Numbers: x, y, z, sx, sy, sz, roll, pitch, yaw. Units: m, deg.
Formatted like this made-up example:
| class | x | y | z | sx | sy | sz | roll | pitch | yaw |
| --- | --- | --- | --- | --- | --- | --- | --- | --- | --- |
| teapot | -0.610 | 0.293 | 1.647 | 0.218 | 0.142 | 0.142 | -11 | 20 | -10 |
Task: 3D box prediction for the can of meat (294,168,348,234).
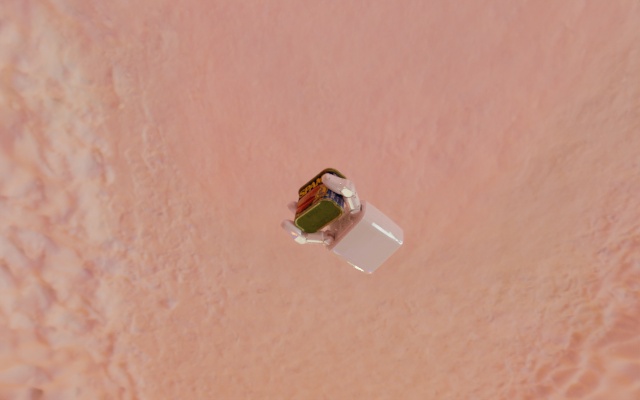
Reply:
| class | x | y | z | sx | sy | sz | roll | pitch | yaw |
| --- | --- | --- | --- | --- | --- | --- | --- | --- | --- |
| can of meat | 0.000 | 0.003 | 0.874 | 0.057 | 0.083 | 0.102 | 37 | -53 | -24 |
